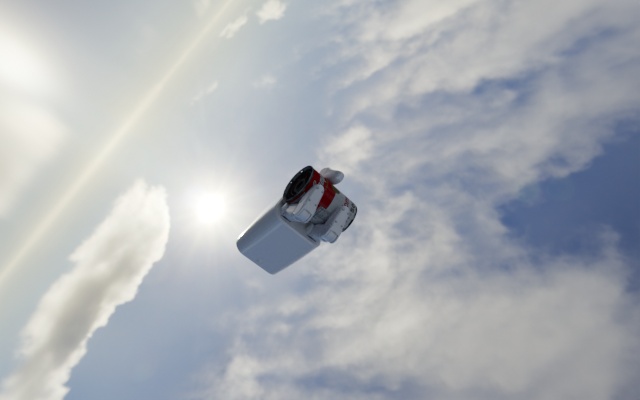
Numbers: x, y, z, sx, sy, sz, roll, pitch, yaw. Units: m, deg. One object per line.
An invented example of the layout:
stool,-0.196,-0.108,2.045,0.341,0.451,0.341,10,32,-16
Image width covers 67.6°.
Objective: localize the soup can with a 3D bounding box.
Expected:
soup can,0.001,0.002,0.755,0.102,0.068,0.068,40,-18,-23
